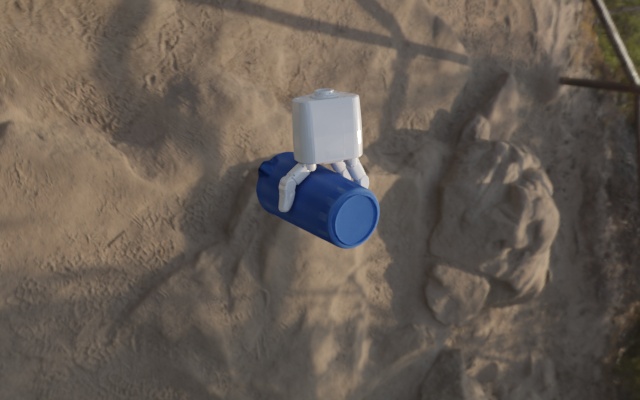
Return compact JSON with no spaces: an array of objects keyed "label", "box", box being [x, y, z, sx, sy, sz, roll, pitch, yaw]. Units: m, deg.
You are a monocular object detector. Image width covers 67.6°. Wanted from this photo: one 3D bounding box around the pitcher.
[{"label":"pitcher","box":[0.000,0.003,0.877,0.149,0.145,0.242,-16,25,-30]}]
